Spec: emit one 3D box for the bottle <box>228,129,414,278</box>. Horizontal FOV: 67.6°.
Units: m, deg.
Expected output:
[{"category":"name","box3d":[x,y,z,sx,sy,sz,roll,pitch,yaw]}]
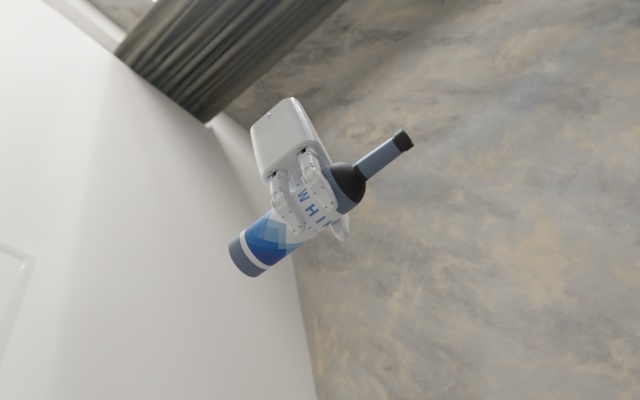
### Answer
[{"category":"bottle","box3d":[0.000,0.002,0.657,0.296,0.069,0.069,-37,-13,19]}]
